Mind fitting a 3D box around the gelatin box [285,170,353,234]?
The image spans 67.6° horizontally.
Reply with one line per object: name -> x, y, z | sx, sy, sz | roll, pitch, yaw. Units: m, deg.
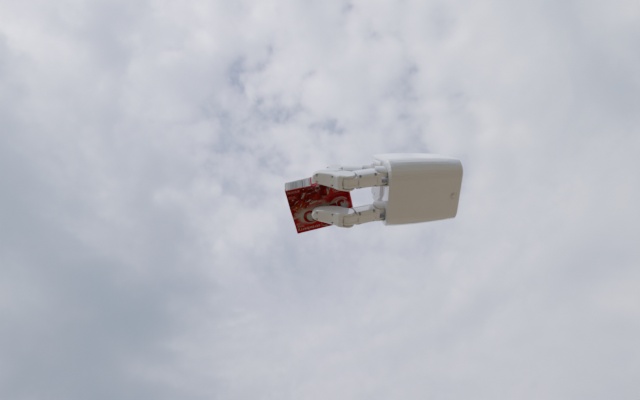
gelatin box -> 0.000, 0.002, 0.683 | 0.089, 0.073, 0.030 | -13, 29, 3
